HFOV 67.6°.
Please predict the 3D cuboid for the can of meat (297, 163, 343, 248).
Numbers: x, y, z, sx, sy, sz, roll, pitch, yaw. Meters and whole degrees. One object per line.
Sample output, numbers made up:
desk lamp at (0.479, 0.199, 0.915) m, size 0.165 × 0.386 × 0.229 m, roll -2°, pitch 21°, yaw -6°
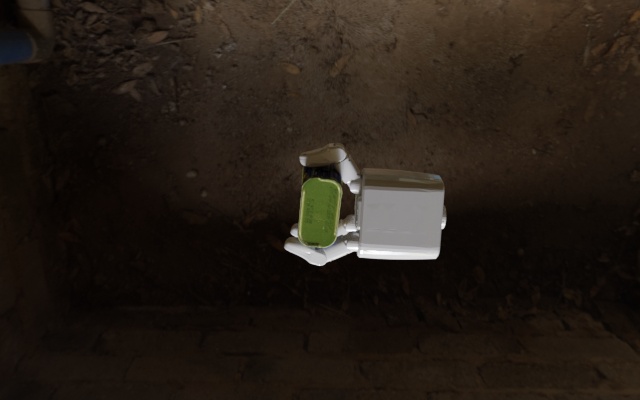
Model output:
can of meat at (0.000, 0.002, 0.637) m, size 0.057 × 0.102 × 0.084 m, roll 5°, pitch 21°, yaw -1°
